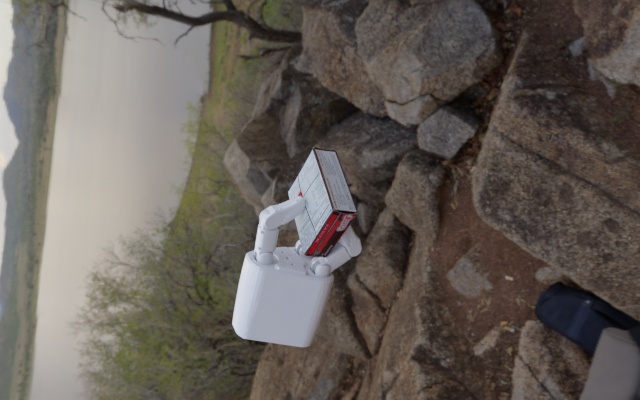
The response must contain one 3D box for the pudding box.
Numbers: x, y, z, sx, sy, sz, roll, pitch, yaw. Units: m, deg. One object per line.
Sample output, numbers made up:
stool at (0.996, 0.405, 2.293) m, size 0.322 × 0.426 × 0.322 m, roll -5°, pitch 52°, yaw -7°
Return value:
pudding box at (0.000, 0.002, 0.608) m, size 0.039 × 0.113 × 0.090 m, roll 7°, pitch -44°, yaw -29°
